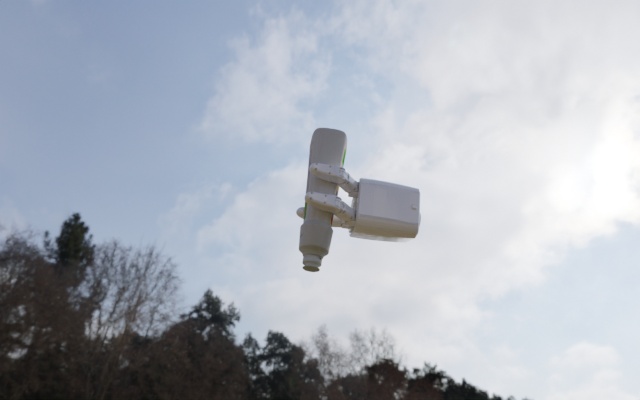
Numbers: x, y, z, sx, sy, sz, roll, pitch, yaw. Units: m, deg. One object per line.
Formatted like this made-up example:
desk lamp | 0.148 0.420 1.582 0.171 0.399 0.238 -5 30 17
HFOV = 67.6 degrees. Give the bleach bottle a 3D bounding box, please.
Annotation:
bleach bottle | 0.000 0.003 0.820 0.068 0.250 0.103 8 -28 0
